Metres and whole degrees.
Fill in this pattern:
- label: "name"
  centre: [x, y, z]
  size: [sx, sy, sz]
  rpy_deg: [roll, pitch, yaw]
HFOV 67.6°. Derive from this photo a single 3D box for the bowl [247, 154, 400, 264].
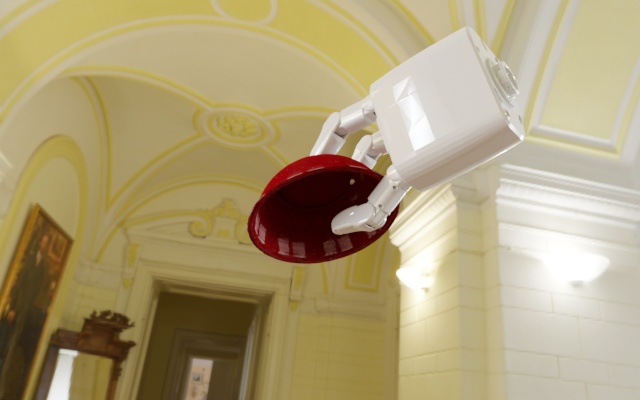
- label: "bowl"
  centre: [-0.001, 0.002, 0.514]
  size: [0.162, 0.055, 0.162]
  rpy_deg: [-9, -39, -7]
